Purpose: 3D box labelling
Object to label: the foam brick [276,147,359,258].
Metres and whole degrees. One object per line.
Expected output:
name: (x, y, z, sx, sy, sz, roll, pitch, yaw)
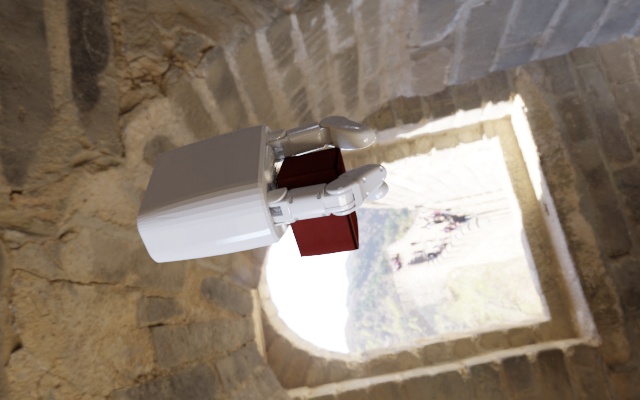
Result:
foam brick: (0.000, 0.002, 0.411, 0.051, 0.078, 0.053, -12, 24, 9)
